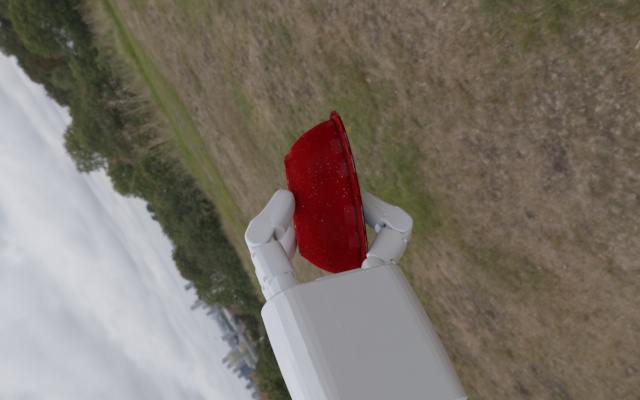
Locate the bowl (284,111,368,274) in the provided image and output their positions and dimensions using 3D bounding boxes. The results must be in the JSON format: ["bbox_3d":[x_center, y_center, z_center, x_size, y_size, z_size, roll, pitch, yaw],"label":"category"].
[{"bbox_3d":[-0.001,0.001,0.444,0.055,0.162,0.162,-10,0,-3],"label":"bowl"}]
